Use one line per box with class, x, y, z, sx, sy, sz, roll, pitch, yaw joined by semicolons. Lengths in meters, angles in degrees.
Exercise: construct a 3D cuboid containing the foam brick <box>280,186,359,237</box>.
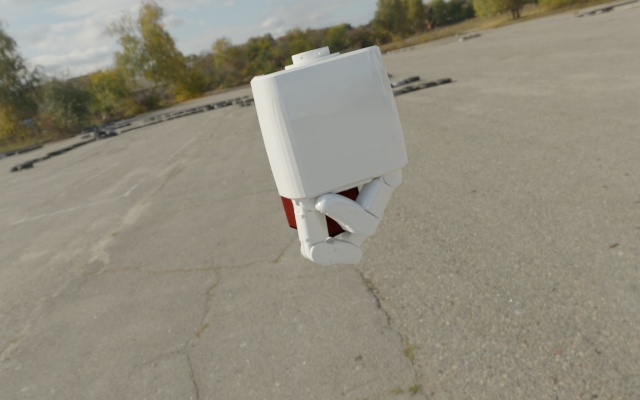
foam brick;0.000;0.002;0.486;0.053;0.051;0.078;-24;18;-25
